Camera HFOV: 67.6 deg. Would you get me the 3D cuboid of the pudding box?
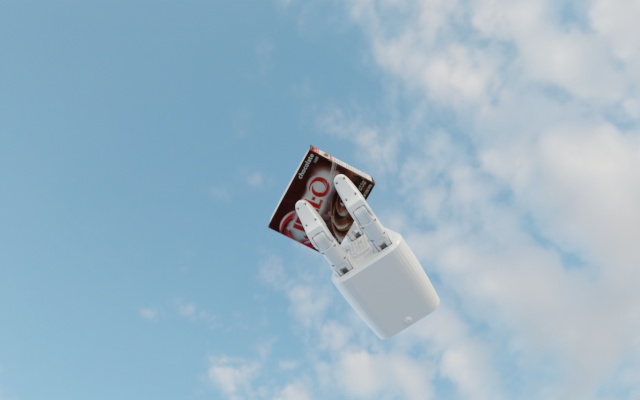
[{"bbox_3d":[0.000,0.002,0.584,0.090,0.113,0.039,26,13,-9],"label":"pudding box"}]
